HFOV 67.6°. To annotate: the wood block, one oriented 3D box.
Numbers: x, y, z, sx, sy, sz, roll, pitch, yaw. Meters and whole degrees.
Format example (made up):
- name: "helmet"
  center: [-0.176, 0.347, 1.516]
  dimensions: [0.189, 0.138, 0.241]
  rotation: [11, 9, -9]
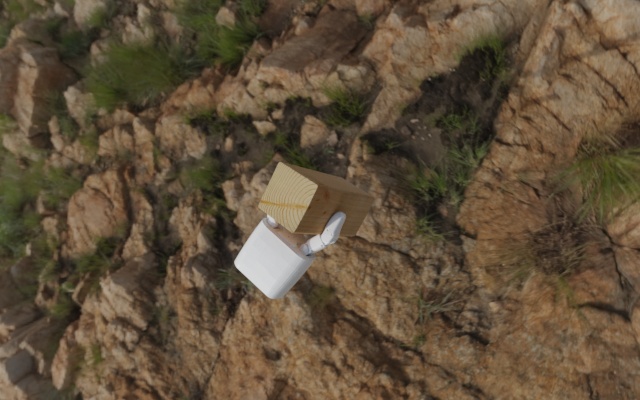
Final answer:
- name: "wood block"
  center: [0.000, 0.003, 0.856]
  dimensions: [0.090, 0.090, 0.206]
  rotation: [34, 13, 30]
